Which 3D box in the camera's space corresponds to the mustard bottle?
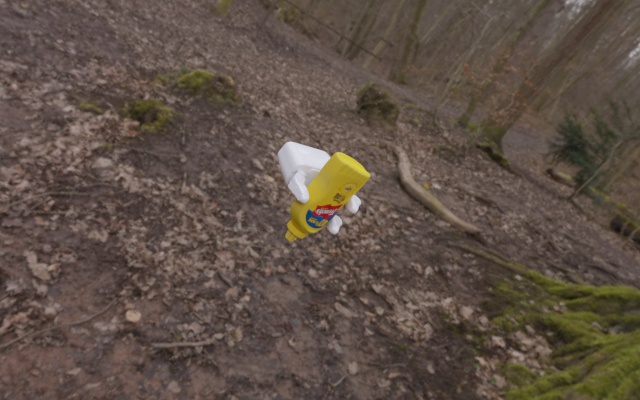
[{"bbox_3d":[0.000,0.003,0.877,0.096,0.192,0.058,19,28,-54],"label":"mustard bottle"}]
